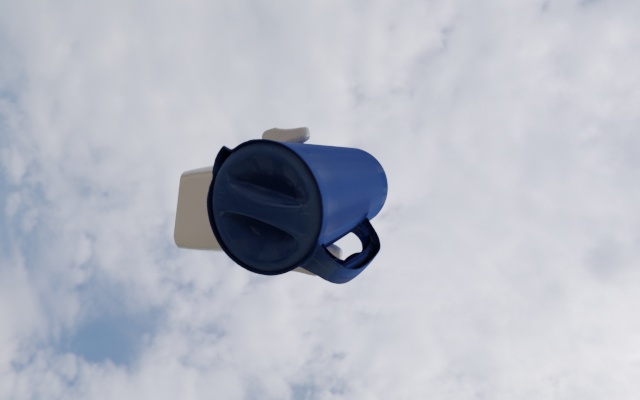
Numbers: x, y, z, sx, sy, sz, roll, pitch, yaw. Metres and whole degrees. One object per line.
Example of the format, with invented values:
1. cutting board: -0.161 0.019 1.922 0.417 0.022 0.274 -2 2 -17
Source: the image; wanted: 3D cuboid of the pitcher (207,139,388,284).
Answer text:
1. pitcher: 0.000 0.002 0.558 0.145 0.149 0.243 -3 5 27
